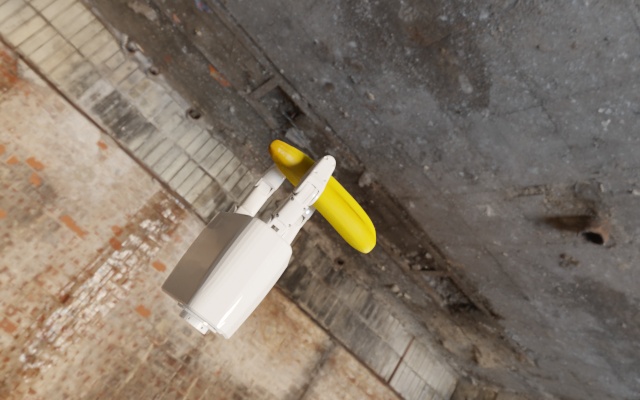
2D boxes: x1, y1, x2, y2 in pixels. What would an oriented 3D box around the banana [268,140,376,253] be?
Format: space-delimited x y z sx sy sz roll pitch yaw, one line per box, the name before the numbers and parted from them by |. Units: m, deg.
banana | 0.013 0.007 0.546 0.069 0.037 0.198 16 -27 50
